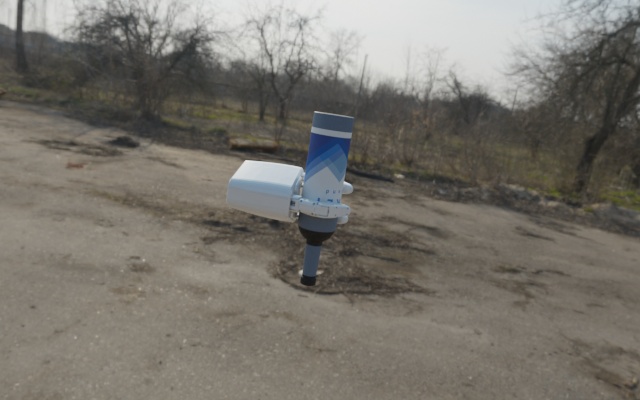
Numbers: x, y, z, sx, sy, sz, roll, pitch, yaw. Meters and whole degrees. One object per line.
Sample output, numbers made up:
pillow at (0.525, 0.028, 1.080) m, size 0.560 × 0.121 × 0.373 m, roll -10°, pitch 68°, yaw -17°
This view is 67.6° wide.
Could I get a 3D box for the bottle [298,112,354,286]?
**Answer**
bottle at (0.000, 0.002, 0.806) m, size 0.069 × 0.296 × 0.069 m, roll 9°, pitch 12°, yaw -2°
